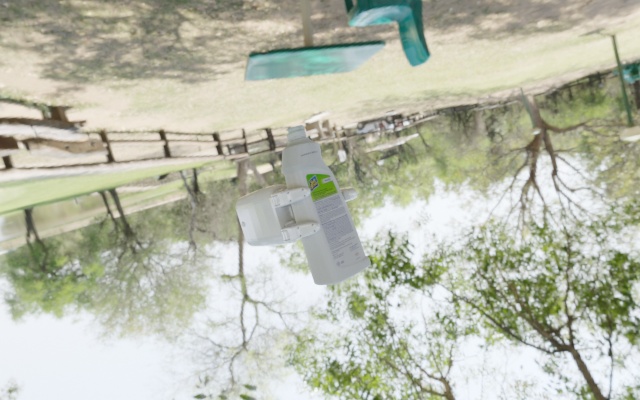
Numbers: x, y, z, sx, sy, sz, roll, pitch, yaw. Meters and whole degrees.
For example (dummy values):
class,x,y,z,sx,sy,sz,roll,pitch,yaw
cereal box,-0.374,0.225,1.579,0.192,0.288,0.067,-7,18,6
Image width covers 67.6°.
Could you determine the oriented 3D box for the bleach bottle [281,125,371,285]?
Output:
class,x,y,z,sx,sy,sz,roll,pitch,yaw
bleach bottle,0.000,0.003,0.768,0.068,0.251,0.102,-13,5,45
